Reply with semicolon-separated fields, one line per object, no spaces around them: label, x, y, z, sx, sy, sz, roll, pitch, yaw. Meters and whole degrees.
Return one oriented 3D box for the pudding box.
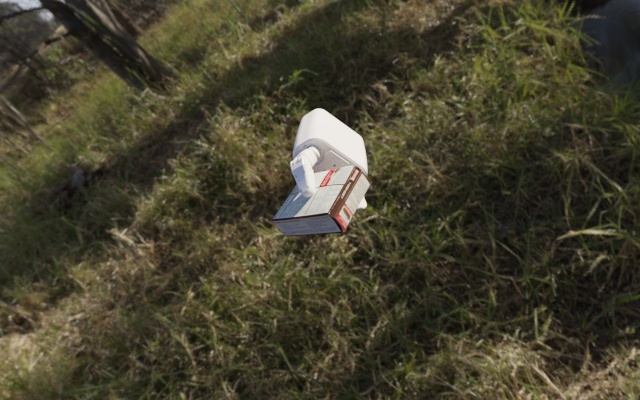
pudding box;0.000;0.002;0.634;0.113;0.090;0.039;-10;-49;46
